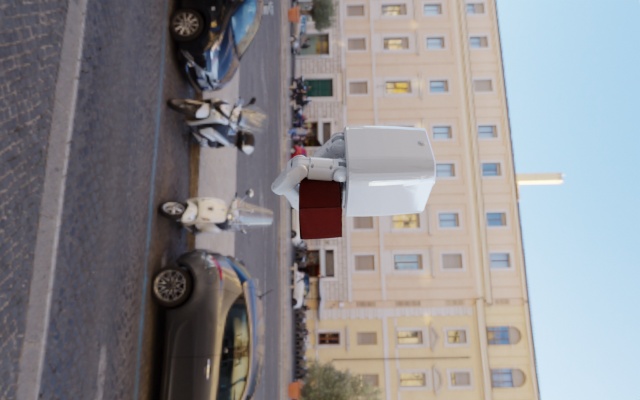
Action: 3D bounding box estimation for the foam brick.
[{"bbox_3d":[0.000,0.002,0.582,0.051,0.053,0.078,-1,43,0],"label":"foam brick"}]
